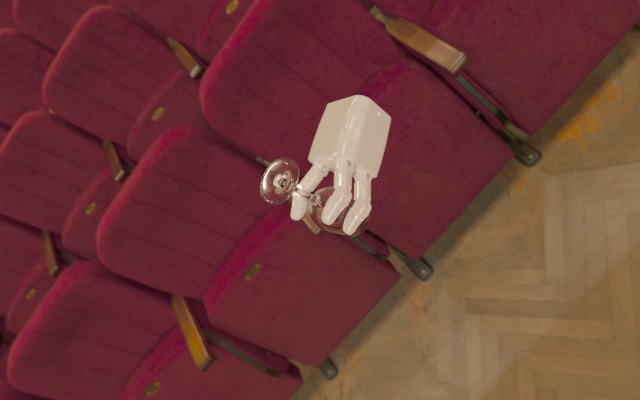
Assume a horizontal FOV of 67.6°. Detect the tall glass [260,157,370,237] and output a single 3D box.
[{"bbox_3d":[0.000,0.002,0.763,0.079,0.079,0.201,0,-19,40],"label":"tall glass"}]
